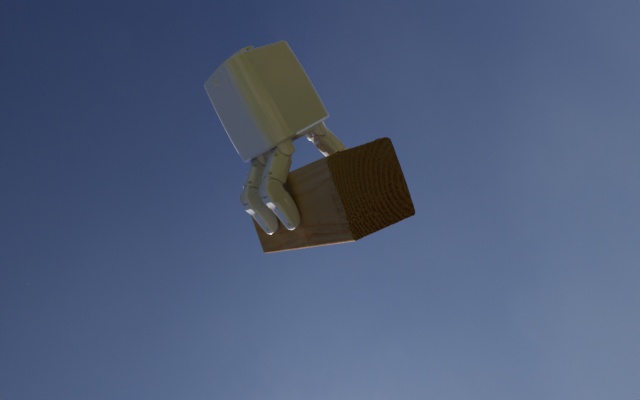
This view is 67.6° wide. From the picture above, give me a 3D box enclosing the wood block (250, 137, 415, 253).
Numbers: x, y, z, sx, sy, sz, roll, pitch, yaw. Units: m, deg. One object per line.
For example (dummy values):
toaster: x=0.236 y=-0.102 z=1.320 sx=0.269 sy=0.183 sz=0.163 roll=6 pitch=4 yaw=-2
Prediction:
wood block: x=0.000 y=0.001 z=0.568 sx=0.091 sy=0.090 sz=0.206 roll=-21 pitch=3 yaw=-32
